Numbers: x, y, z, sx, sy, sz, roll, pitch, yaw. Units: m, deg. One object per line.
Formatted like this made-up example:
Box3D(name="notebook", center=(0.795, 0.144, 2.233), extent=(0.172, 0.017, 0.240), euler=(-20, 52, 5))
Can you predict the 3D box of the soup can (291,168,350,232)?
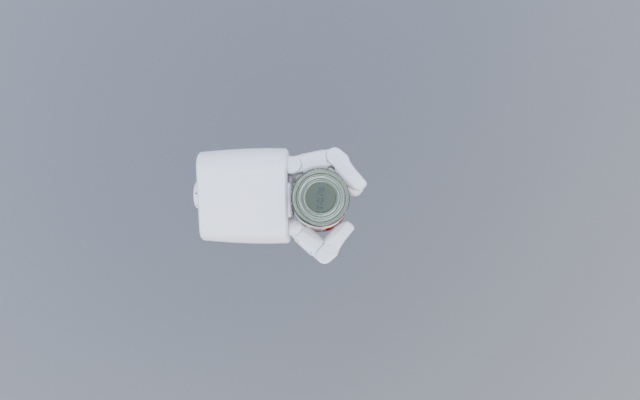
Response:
Box3D(name="soup can", center=(0.001, 0.002, 0.580), extent=(0.068, 0.068, 0.102), euler=(0, -7, 0))
